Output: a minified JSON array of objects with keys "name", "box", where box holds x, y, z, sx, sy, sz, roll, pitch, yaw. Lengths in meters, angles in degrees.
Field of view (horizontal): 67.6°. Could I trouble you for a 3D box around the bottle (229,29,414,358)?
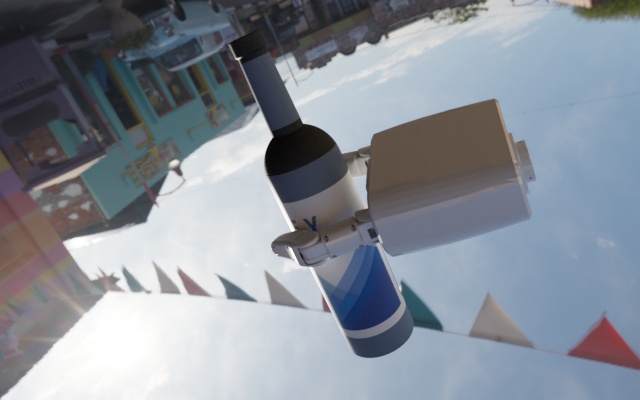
[{"name":"bottle","box":[0.000,0.002,0.412,0.069,0.296,0.069,-22,19,8]}]
